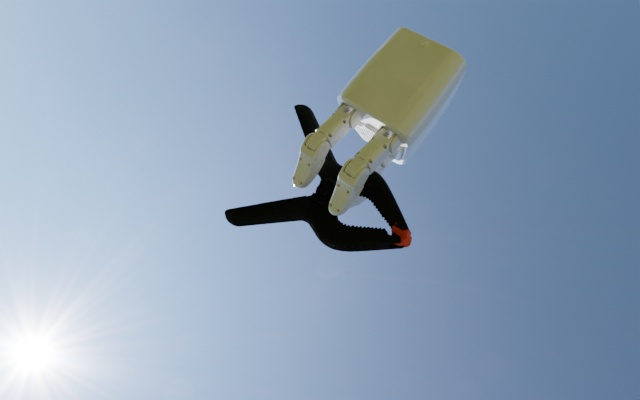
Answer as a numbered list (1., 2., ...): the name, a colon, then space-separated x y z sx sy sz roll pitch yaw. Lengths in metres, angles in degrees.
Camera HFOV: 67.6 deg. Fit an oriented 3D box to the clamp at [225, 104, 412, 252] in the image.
1. clamp: 0.001 0.002 0.523 0.210 0.164 0.036 37 -3 27
